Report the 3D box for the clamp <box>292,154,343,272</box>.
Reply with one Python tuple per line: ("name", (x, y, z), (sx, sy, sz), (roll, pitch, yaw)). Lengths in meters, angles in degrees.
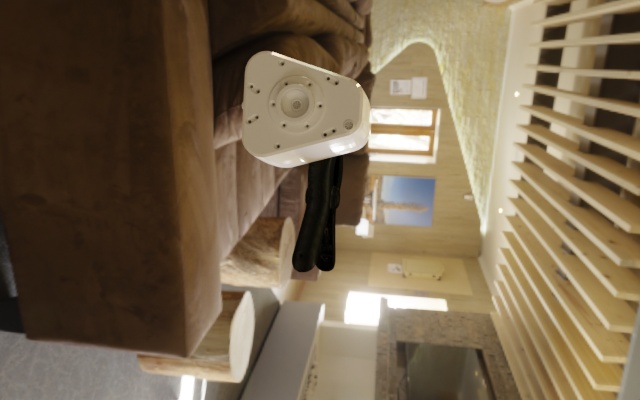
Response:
("clamp", (0.001, 0.002, 0.528), (0.039, 0.171, 0.120), (3, 2, 8))
